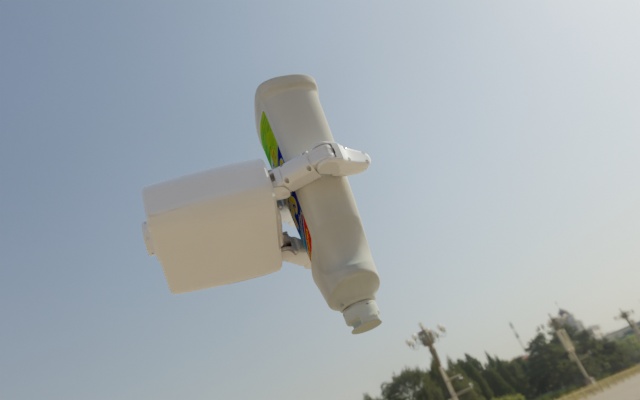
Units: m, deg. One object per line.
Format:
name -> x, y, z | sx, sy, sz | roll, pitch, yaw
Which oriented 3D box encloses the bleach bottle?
bleach bottle -> 0.000, 0.002, 0.459 | 0.068, 0.250, 0.103 | -13, -30, -14
